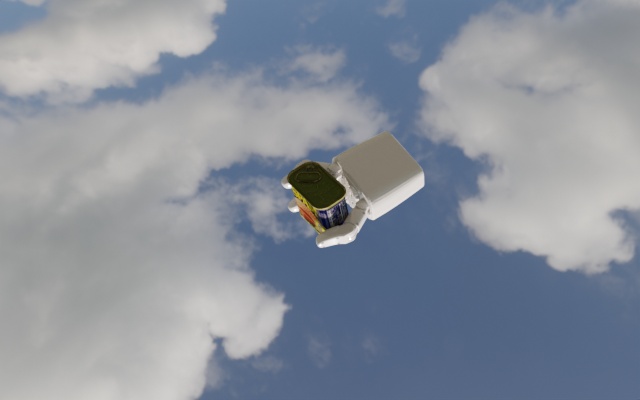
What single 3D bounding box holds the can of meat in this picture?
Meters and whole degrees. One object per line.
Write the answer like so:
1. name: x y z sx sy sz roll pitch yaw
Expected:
1. can of meat: 0.000 0.003 0.741 0.057 0.084 0.102 -33 50 -16
